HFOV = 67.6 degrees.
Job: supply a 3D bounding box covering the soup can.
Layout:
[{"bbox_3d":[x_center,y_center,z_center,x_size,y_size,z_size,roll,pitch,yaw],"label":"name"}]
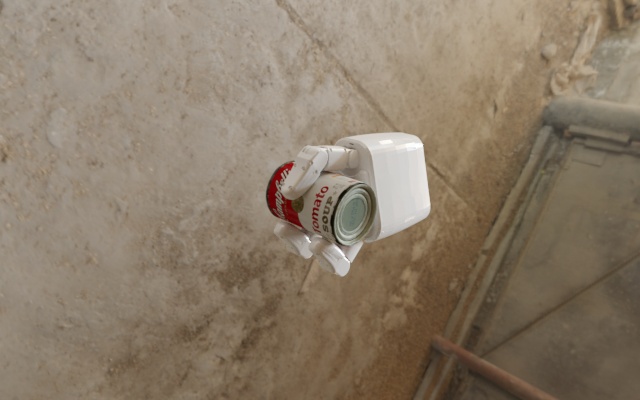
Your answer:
[{"bbox_3d":[0.000,0.002,0.504,0.102,0.068,0.068,21,14,41],"label":"soup can"}]
